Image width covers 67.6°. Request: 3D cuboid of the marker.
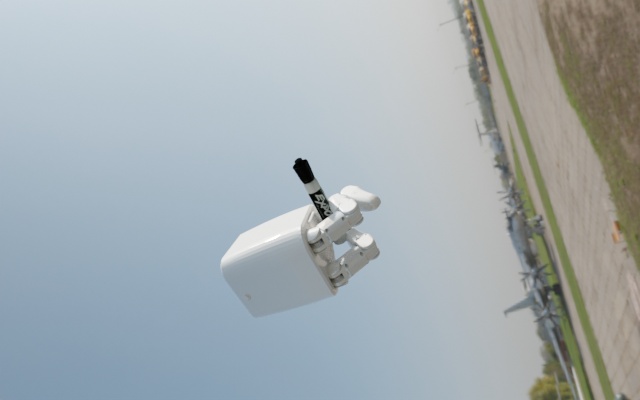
[{"bbox_3d":[0.000,0.002,0.557,0.020,0.121,0.020,-21,29,13],"label":"marker"}]
